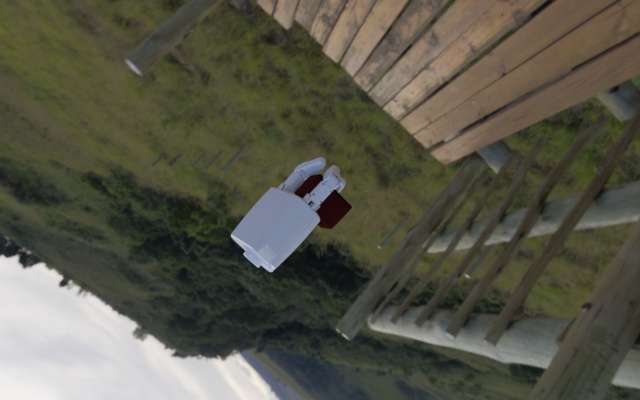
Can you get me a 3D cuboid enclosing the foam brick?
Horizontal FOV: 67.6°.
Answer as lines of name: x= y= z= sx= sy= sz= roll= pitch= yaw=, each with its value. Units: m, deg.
foam brick: x=0.000 y=0.003 z=0.774 sx=0.078 sy=0.051 sz=0.053 roll=45 pitch=-16 yaw=-14
